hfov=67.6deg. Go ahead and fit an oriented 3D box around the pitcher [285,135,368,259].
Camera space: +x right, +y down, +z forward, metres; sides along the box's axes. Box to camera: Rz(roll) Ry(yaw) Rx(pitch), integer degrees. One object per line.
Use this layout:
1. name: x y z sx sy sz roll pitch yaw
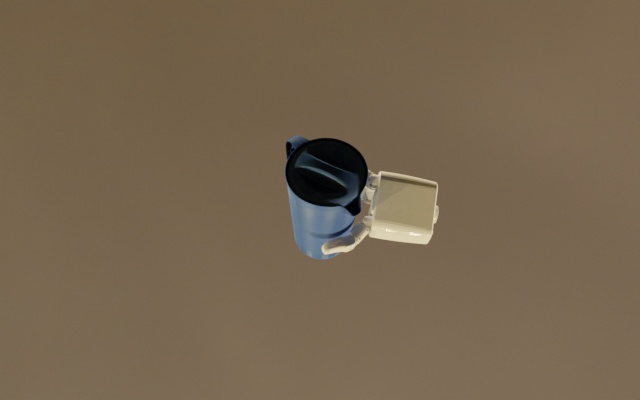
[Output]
1. pitcher: 0.000 0.003 0.859 0.145 0.149 0.243 8 -30 2
